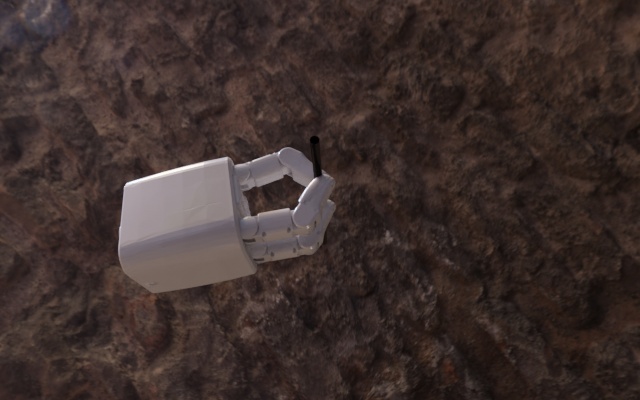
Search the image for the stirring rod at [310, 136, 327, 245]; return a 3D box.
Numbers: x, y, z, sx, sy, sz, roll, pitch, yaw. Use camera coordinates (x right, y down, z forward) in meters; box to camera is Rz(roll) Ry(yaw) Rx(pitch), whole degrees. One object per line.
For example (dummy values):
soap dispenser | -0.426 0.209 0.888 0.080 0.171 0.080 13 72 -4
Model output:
stirring rod | 0.000 0.002 0.497 0.011 0.011 0.240 0 -25 3
